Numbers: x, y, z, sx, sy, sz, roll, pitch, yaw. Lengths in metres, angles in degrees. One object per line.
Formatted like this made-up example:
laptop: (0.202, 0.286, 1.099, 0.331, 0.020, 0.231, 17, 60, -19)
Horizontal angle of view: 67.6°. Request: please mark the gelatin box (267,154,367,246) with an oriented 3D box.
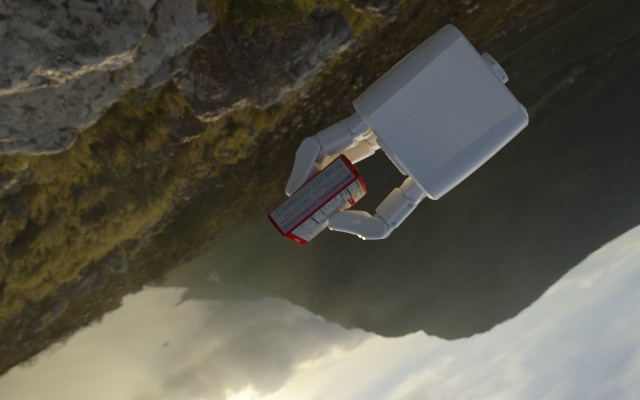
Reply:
gelatin box: (0.000, 0.002, 0.453, 0.089, 0.030, 0.073, -40, -15, 2)
